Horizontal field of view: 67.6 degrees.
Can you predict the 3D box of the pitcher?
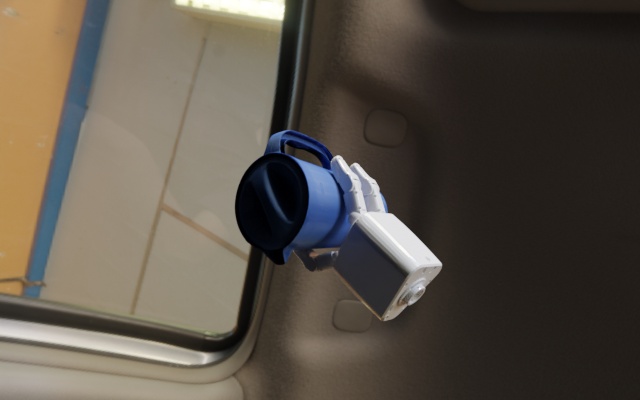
[{"bbox_3d":[0.000,0.003,0.725,0.145,0.149,0.243,44,20,31],"label":"pitcher"}]
